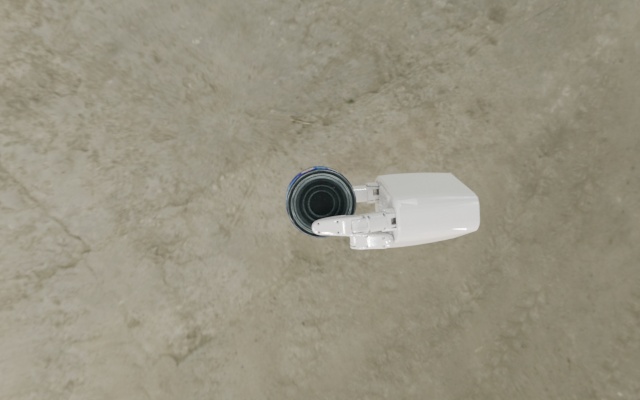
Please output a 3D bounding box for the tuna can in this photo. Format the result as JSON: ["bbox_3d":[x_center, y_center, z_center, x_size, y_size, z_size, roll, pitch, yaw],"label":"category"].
[{"bbox_3d":[0.000,0.002,0.582,0.086,0.086,0.033,0,9,-5],"label":"tuna can"}]
